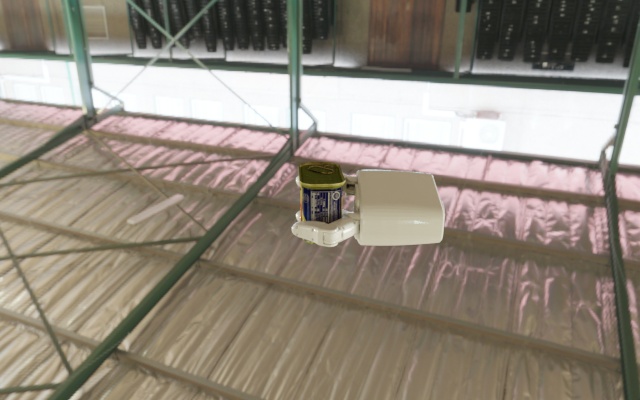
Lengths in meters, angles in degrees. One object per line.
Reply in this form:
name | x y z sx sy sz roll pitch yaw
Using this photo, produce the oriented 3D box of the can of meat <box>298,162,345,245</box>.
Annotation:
can of meat | 0.000 0.002 0.637 0.057 0.084 0.102 -1 20 -4
